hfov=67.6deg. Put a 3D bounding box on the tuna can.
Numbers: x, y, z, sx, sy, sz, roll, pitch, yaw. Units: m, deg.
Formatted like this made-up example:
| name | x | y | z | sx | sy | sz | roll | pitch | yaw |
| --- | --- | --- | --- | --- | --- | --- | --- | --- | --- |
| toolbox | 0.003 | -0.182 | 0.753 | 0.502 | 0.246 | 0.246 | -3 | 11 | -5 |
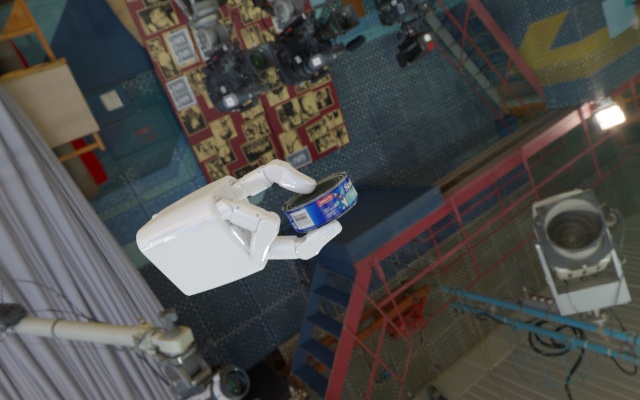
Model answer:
| name | x | y | z | sx | sy | sz | roll | pitch | yaw |
| --- | --- | --- | --- | --- | --- | --- | --- | --- | --- |
| tuna can | 0.000 | 0.002 | 0.556 | 0.086 | 0.034 | 0.086 | -28 | 12 | 7 |
